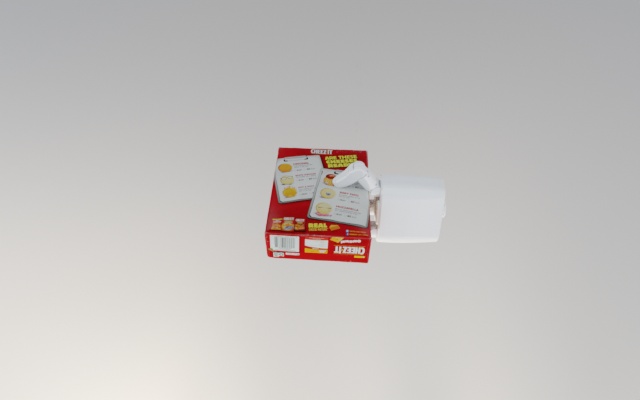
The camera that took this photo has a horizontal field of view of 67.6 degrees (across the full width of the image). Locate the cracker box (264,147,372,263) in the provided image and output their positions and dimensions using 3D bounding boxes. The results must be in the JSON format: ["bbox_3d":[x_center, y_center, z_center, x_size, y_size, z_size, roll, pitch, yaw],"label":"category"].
[{"bbox_3d":[0.000,0.003,0.811,0.164,0.072,0.213,3,44,1],"label":"cracker box"}]
